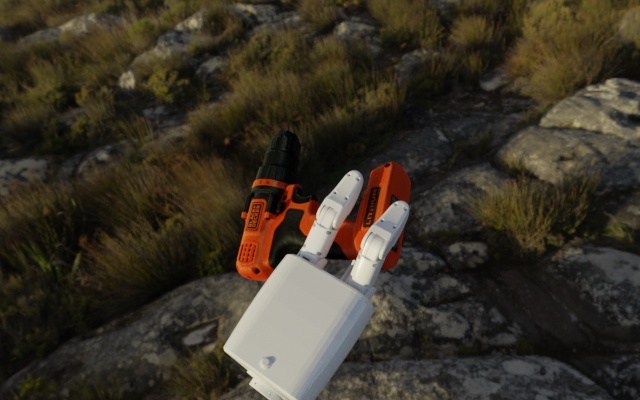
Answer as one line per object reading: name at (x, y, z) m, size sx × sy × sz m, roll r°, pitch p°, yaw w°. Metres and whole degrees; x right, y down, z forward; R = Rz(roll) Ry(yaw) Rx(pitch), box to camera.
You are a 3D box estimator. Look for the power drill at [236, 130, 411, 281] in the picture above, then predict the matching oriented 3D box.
power drill at (0.000, 0.002, 0.522) m, size 0.187 × 0.184 × 0.057 m, roll -1°, pitch -20°, yaw 34°
